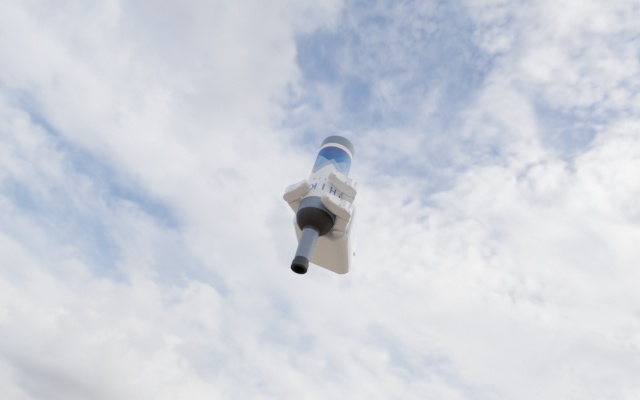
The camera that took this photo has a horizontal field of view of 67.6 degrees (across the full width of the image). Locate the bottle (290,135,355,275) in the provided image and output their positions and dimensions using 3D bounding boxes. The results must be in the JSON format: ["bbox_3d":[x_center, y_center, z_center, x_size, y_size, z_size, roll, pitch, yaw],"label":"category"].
[{"bbox_3d":[0.000,0.002,0.832,0.069,0.295,0.069,10,-43,9],"label":"bottle"}]
